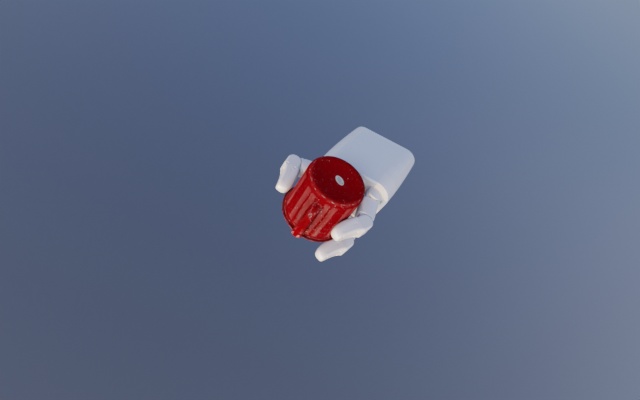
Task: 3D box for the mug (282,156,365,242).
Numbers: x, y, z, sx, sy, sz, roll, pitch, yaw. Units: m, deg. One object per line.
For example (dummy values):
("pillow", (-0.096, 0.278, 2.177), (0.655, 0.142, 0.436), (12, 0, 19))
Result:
("mug", (-0.001, 0.003, 0.619), (0.117, 0.093, 0.081), (-48, -4, -41))
